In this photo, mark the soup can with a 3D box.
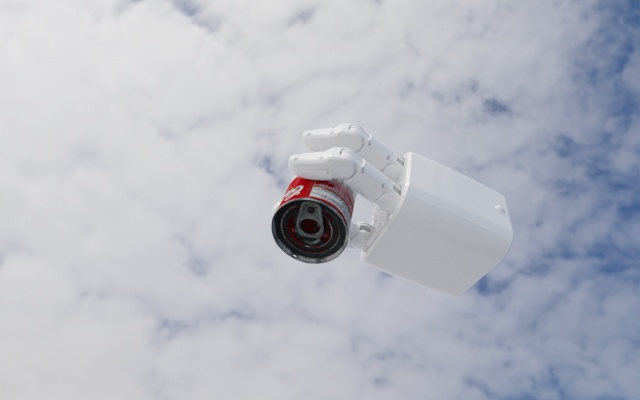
[{"bbox_3d":[0.000,0.001,0.451,0.068,0.068,0.102,0,32,13],"label":"soup can"}]
